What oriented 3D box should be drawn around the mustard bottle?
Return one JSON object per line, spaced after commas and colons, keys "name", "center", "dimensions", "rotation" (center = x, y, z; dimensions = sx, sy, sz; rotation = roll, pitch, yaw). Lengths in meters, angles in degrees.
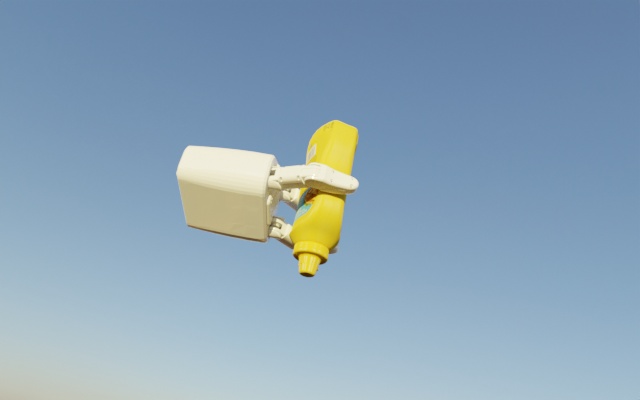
{"name": "mustard bottle", "center": [0.000, 0.002, 0.584], "dimensions": [0.058, 0.191, 0.096], "rotation": [21, -31, -15]}
